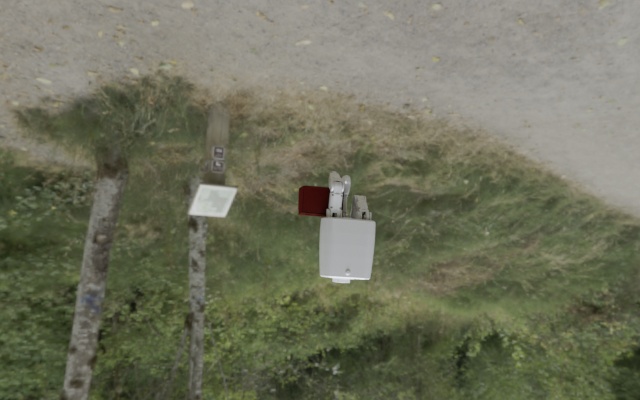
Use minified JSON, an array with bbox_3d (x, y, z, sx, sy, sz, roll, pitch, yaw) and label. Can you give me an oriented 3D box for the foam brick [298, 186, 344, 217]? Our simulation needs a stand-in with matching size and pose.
[{"bbox_3d":[0.000,0.003,0.884,0.078,0.051,0.053,5,-6,-10],"label":"foam brick"}]
